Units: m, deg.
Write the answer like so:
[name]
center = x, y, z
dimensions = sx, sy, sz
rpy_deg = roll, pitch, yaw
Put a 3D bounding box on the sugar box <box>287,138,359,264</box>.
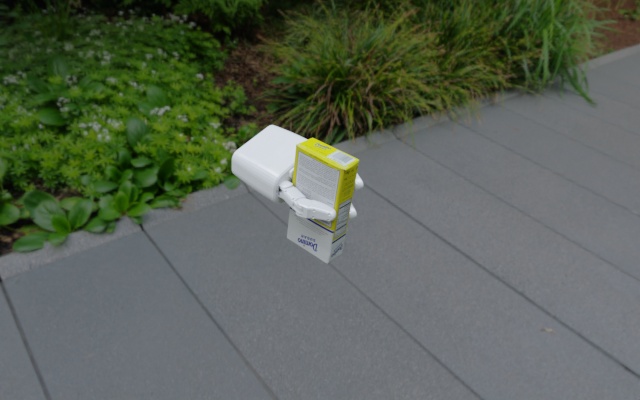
[sugar box]
center = 0.000, 0.002, 0.741
dimensions = 0.093, 0.176, 0.048
rpy_deg = 30, 41, 29
